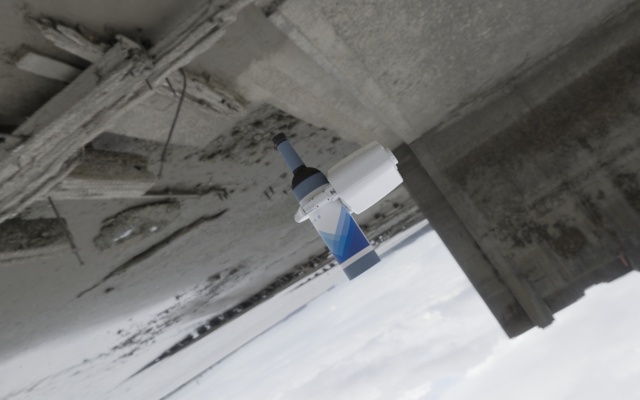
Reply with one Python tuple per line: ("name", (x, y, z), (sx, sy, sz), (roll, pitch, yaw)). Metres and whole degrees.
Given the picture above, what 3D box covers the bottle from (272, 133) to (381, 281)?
("bottle", (0.000, 0.003, 0.865), (0.069, 0.295, 0.069), (-32, -9, -6))
